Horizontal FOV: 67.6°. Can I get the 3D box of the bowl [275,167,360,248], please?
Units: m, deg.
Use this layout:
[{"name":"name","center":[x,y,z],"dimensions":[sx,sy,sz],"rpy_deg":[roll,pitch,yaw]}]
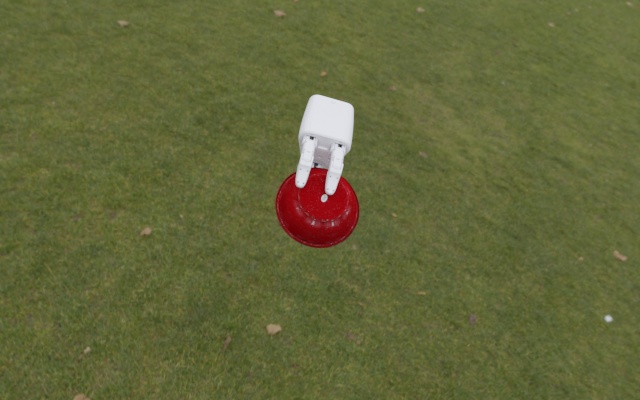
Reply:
[{"name":"bowl","center":[0.000,0.004,0.873],"dimensions":[0.162,0.162,0.055],"rpy_deg":[0,-20,-12]}]
